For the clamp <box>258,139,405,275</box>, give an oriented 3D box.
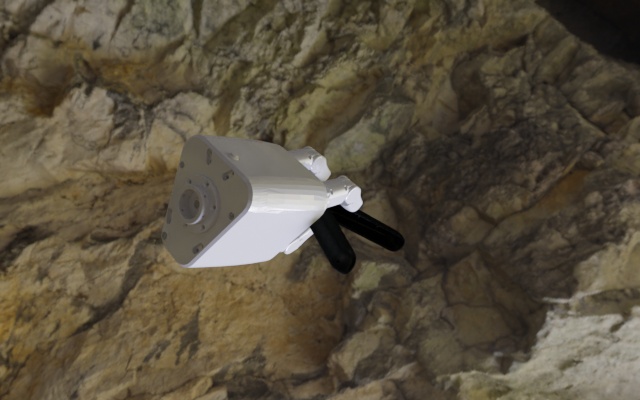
[{"bbox_3d":[-0.001,0.002,0.551,0.210,0.036,0.164,43,20,26],"label":"clamp"}]
